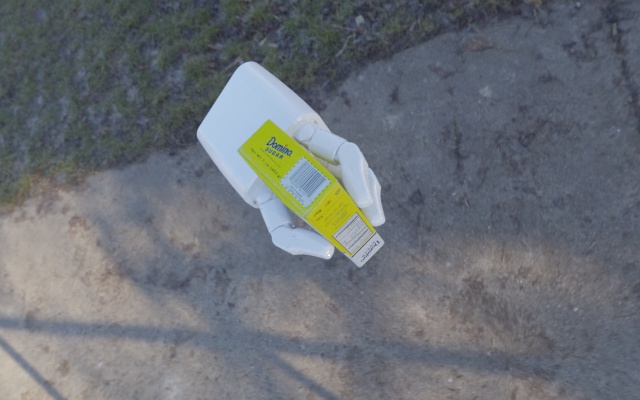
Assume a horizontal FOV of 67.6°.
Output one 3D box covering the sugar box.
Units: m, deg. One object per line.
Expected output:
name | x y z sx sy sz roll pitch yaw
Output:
sugar box | 0.000 0.001 0.456 0.093 0.048 0.176 45 1 27
